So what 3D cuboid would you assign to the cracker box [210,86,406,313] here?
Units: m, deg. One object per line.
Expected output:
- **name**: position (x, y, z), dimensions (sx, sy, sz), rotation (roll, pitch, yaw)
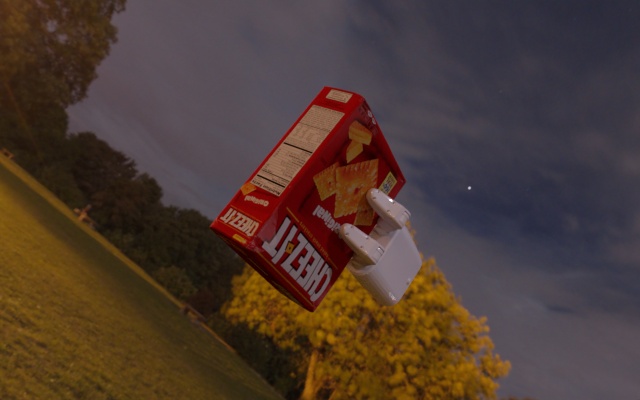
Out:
- **cracker box**: position (0.000, 0.002, 0.563), dimensions (0.072, 0.213, 0.164), rotation (23, -21, 40)
